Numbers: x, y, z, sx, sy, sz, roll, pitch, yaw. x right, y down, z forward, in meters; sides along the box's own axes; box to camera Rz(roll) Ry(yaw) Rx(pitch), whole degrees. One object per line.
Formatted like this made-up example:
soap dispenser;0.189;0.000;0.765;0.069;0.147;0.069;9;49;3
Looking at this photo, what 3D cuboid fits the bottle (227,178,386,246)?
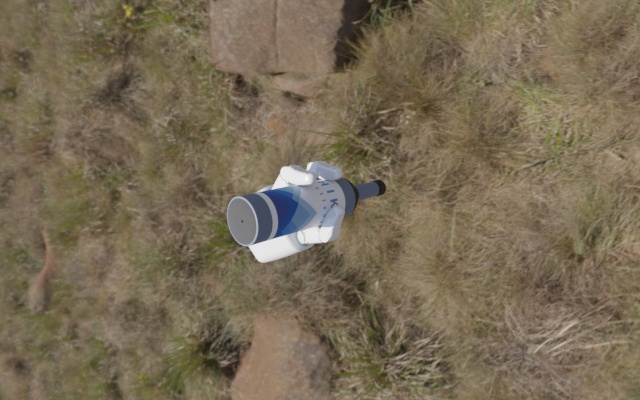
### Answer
bottle;0.000;0.002;0.720;0.069;0.069;0.295;0;10;45
